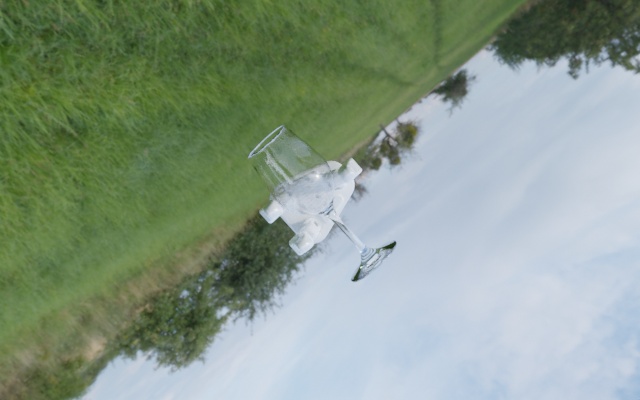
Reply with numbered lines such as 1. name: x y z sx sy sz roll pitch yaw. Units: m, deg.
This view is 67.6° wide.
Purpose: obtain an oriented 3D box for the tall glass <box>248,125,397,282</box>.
1. tall glass: 0.001 0.002 0.588 0.079 0.201 0.079 -42 3 3
